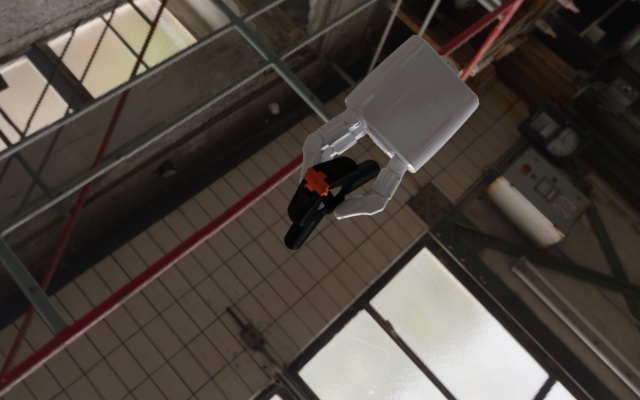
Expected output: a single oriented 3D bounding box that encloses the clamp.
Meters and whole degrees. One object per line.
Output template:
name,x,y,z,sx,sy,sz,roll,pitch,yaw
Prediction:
clamp,0.001,0.002,0.558,0.164,0.036,0.210,-45,-10,6
